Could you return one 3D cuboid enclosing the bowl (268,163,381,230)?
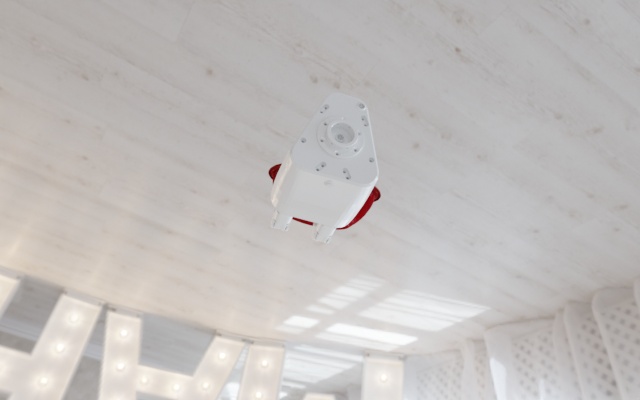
[{"bbox_3d":[0.000,0.003,0.668,0.162,0.055,0.162,12,-14,3],"label":"bowl"}]
